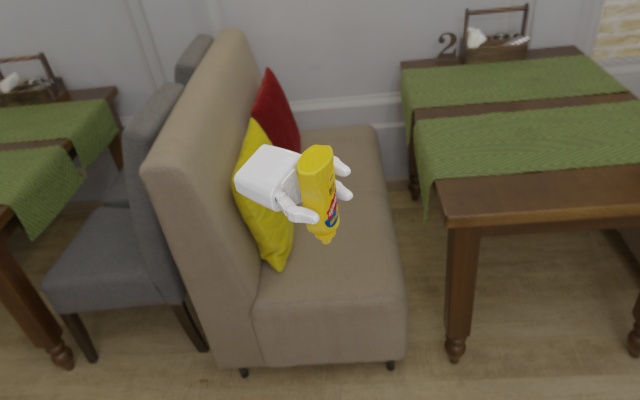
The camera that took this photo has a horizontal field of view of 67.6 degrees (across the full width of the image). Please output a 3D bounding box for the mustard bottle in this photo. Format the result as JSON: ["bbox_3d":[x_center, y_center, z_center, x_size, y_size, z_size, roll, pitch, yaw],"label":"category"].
[{"bbox_3d":[0.000,0.003,0.864,0.058,0.192,0.096,4,38,16],"label":"mustard bottle"}]
